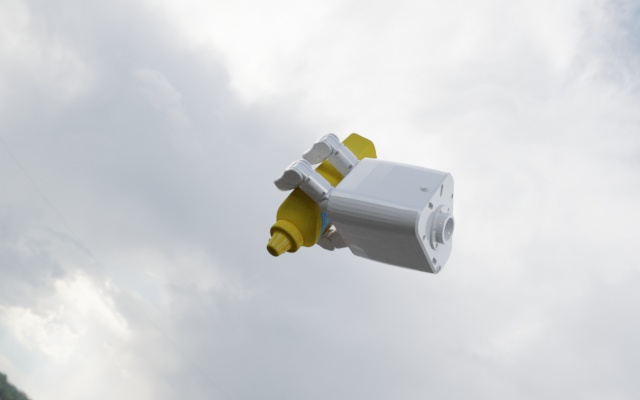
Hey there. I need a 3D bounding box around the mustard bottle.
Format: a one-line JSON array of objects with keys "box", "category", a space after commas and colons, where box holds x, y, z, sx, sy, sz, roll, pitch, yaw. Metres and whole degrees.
[{"box": [0.000, 0.002, 0.590, 0.058, 0.096, 0.191, 30, 52, 18], "category": "mustard bottle"}]
